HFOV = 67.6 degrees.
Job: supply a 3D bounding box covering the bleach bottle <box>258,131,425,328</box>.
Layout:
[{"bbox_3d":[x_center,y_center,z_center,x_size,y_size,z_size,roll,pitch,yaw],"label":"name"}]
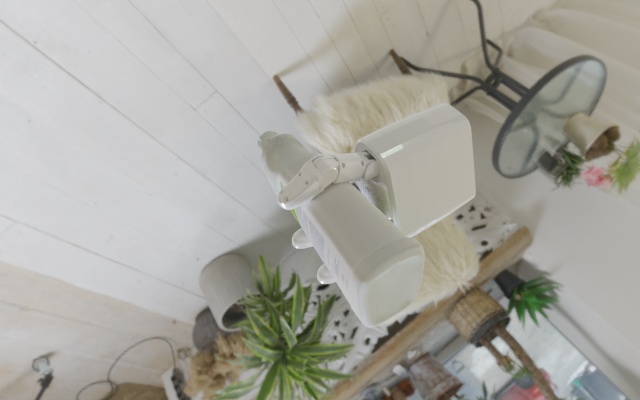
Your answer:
[{"bbox_3d":[0.000,0.002,0.481,0.068,0.103,0.250,-27,51,-16],"label":"bleach bottle"}]
